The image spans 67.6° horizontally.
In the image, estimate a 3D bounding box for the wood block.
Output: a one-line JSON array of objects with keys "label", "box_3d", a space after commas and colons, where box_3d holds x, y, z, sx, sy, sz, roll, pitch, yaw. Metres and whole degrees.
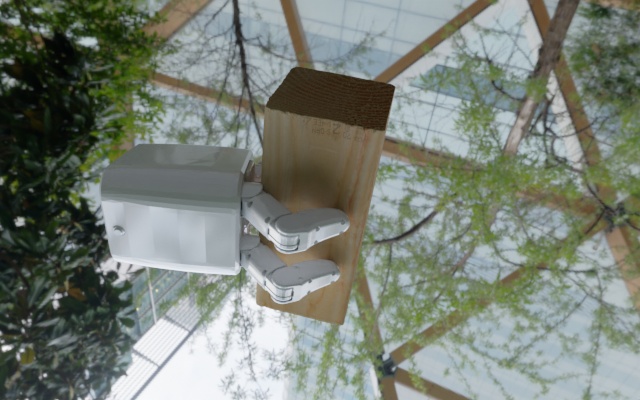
[{"label": "wood block", "box_3d": [0.000, 0.001, 0.425, 0.090, 0.206, 0.090, 12, 36, 5]}]
